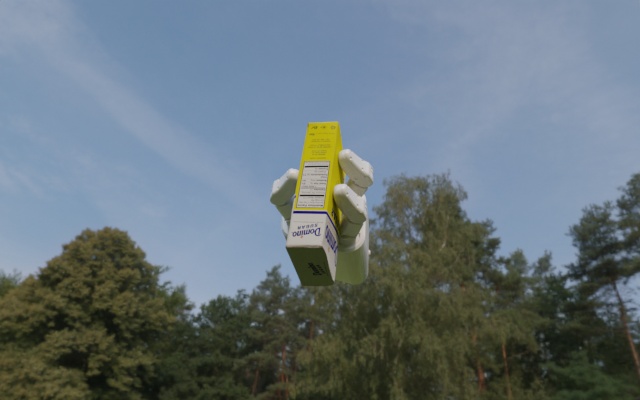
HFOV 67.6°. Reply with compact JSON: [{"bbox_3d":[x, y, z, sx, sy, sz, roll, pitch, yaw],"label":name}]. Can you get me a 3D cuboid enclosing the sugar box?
[{"bbox_3d":[0.001,0.002,0.560,0.048,0.176,0.093,-2,-35,10],"label":"sugar box"}]
